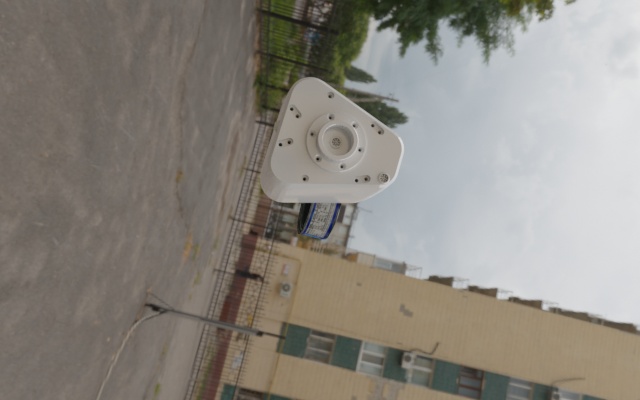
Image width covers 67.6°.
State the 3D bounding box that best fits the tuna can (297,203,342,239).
[{"bbox_3d":[0.001,0.002,0.564,0.034,0.086,0.086,15,-3,-10],"label":"tuna can"}]
